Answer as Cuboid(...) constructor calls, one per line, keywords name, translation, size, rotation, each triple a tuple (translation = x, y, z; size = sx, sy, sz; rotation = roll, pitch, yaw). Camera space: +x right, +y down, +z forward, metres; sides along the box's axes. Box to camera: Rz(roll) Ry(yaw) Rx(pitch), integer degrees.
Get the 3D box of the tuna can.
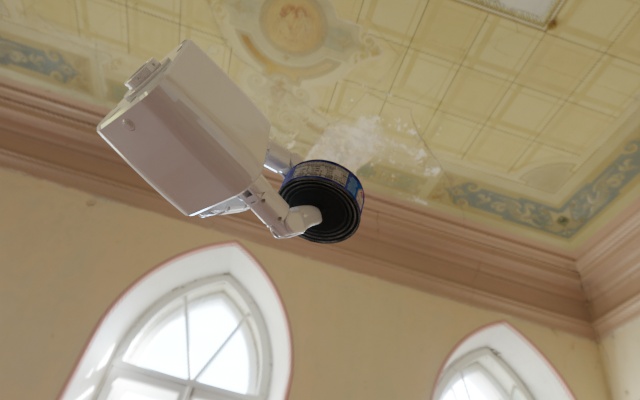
Cuboid(name="tuna can", translation=(0.000, 0.001, 0.475), size=(0.086, 0.086, 0.033), rotation=(0, 41, 17))
